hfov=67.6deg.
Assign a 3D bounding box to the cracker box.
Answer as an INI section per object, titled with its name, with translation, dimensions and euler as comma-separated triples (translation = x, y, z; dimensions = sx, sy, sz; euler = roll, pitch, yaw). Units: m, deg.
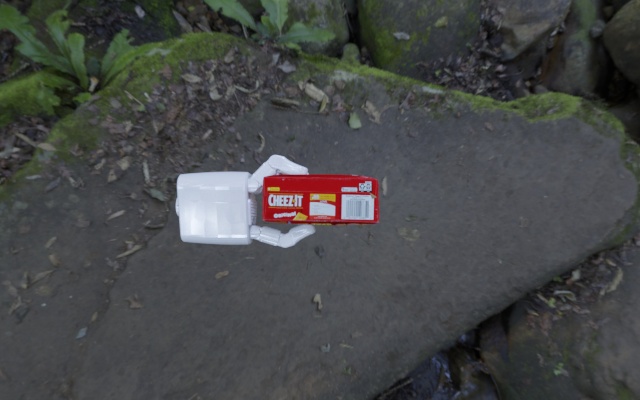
[cracker box]
translation = 0.000, 0.003, 0.763
dimensions = 0.164, 0.072, 0.214
euler = 1, -2, 0
